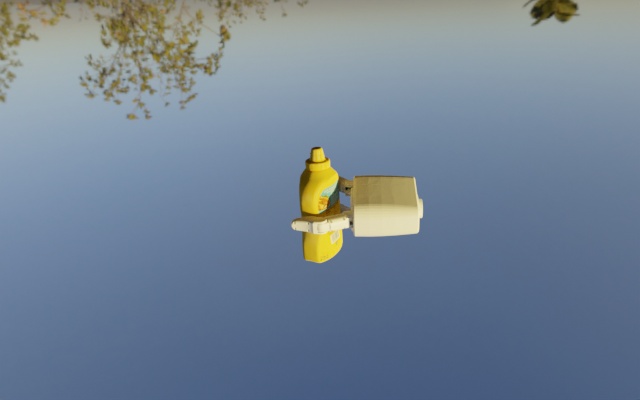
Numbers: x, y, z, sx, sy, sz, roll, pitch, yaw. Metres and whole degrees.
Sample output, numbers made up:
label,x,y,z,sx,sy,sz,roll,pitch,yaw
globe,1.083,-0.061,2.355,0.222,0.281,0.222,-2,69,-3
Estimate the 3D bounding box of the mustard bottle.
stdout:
label,x,y,z,sx,sy,sz,roll,pitch,yaw
mustard bottle,0.000,0.003,0.815,0.058,0.192,0.096,9,26,28
